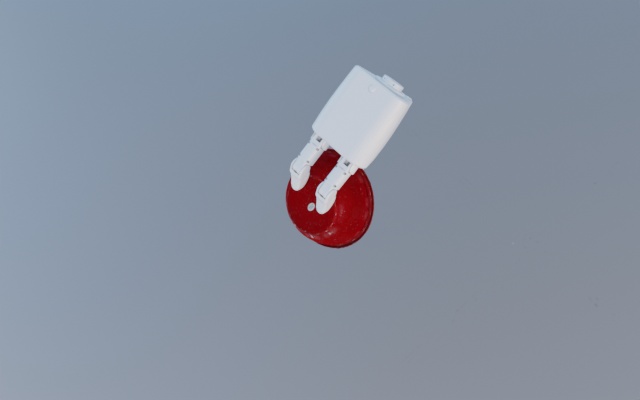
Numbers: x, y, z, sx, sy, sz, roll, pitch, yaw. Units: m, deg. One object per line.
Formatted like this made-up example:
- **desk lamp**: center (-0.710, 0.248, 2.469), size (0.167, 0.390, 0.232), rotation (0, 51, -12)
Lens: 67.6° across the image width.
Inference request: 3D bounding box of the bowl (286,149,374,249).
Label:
- **bowl**: center (-0.001, 0.004, 0.741), size (0.162, 0.162, 0.055), rotation (0, 11, 35)
